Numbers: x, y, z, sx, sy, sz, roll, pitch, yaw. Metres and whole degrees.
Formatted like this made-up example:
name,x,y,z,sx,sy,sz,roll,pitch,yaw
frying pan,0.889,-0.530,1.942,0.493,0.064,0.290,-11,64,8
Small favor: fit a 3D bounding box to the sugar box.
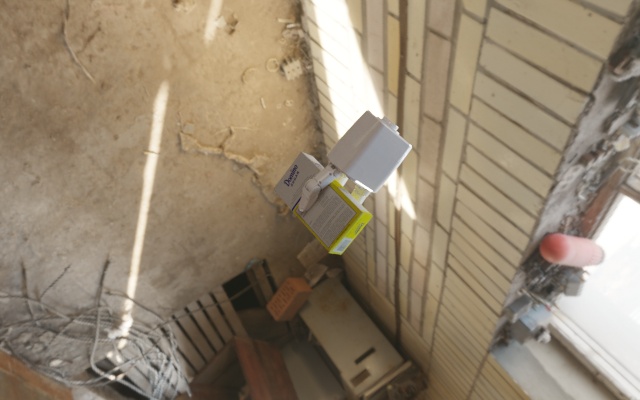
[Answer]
name,x,y,z,sx,sy,sz,roll,pitch,yaw
sugar box,0.001,0.003,0.846,0.048,0.093,0.176,19,24,-54
